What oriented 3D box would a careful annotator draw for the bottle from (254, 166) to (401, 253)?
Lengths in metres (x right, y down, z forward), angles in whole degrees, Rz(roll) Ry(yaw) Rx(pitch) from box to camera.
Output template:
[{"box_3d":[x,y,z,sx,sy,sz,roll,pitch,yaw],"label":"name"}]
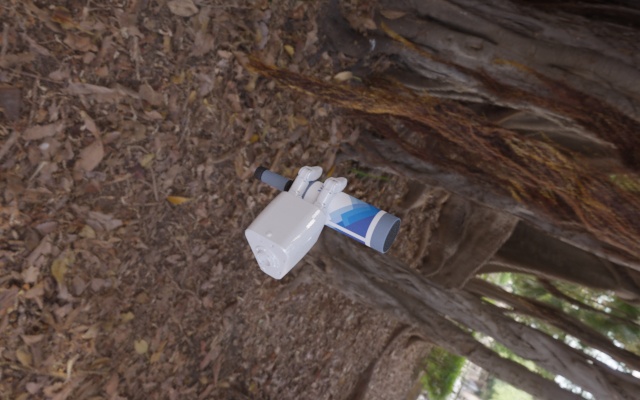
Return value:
[{"box_3d":[0.000,0.003,0.877,0.295,0.069,0.069,25,10,23],"label":"bottle"}]
